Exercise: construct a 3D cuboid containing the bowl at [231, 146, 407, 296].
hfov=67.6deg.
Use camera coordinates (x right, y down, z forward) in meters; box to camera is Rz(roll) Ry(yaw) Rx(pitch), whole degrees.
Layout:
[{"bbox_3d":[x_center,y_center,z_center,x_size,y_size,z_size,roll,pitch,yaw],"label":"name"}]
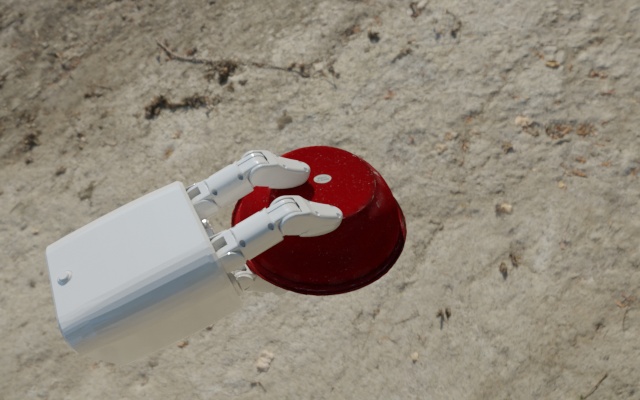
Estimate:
[{"bbox_3d":[0.001,0.000,0.423,0.162,0.162,0.055,0,-44,-4],"label":"bowl"}]
